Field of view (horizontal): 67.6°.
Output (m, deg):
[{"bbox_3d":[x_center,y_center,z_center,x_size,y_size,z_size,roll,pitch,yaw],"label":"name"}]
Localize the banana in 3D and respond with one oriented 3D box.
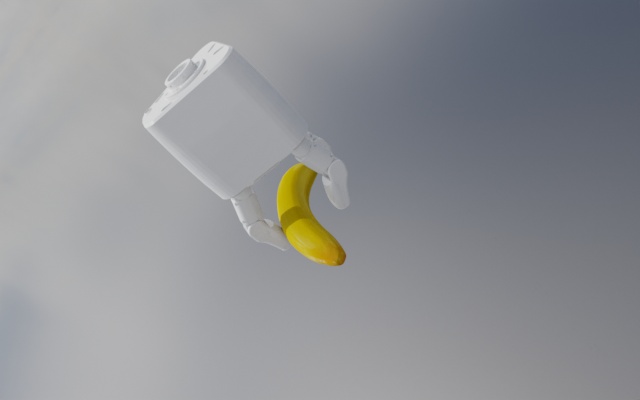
[{"bbox_3d":[-0.016,0.008,0.533,0.069,0.037,0.197,-27,35,15],"label":"banana"}]
